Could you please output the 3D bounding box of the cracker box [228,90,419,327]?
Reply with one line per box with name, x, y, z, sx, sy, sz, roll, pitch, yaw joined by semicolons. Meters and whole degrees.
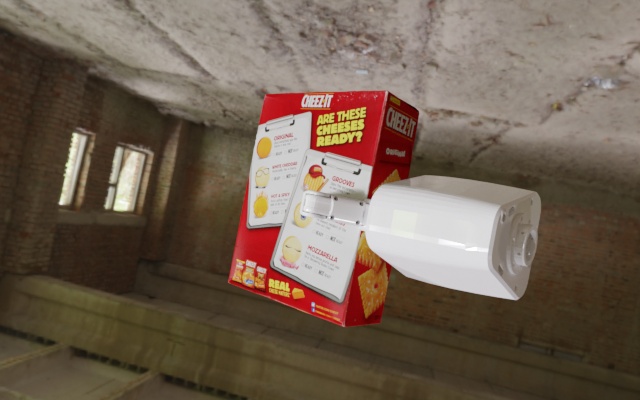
cracker box;0.000;0.002;0.493;0.164;0.213;0.072;10;-2;40
